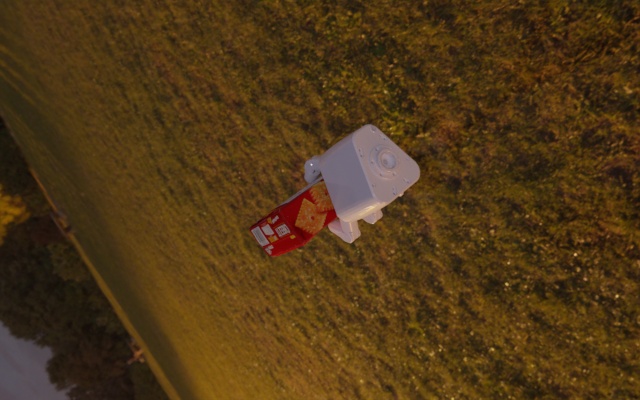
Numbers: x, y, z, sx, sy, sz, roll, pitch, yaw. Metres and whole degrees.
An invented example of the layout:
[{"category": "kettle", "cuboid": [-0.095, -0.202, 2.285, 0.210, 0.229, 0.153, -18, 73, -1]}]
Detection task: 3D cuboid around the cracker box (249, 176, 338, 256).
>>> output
[{"category": "cracker box", "cuboid": [0.000, 0.003, 0.811, 0.213, 0.072, 0.164, -36, 3, -28]}]
